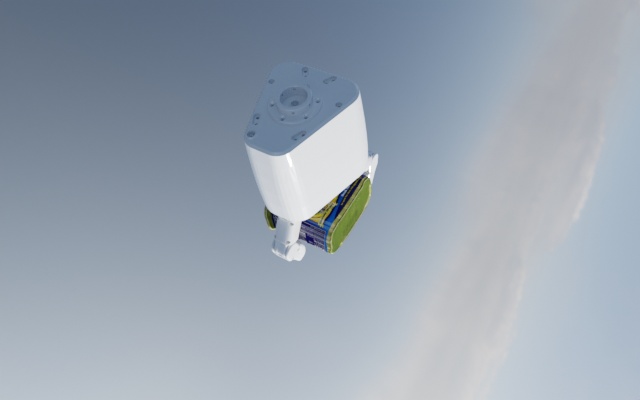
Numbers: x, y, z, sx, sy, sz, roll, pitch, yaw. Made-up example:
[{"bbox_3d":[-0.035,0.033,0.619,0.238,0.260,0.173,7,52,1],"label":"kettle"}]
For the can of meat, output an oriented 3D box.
[{"bbox_3d":[0.000,0.002,0.544,0.084,0.102,0.057,23,-30,21],"label":"can of meat"}]
